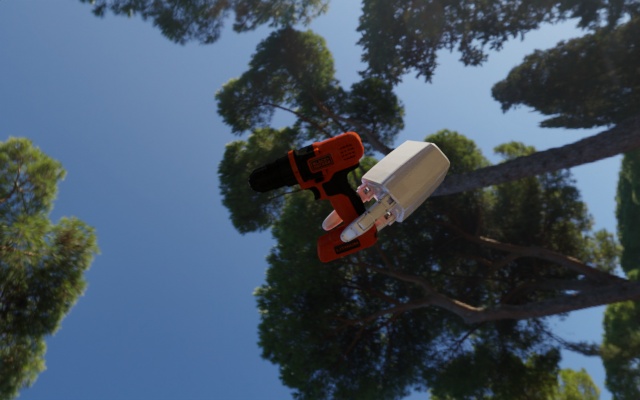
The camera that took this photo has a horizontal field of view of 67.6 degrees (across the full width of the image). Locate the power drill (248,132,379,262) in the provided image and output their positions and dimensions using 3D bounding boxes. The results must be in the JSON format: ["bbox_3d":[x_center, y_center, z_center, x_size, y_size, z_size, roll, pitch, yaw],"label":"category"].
[{"bbox_3d":[0.001,0.003,0.755,0.184,0.188,0.057,-20,23,7],"label":"power drill"}]
